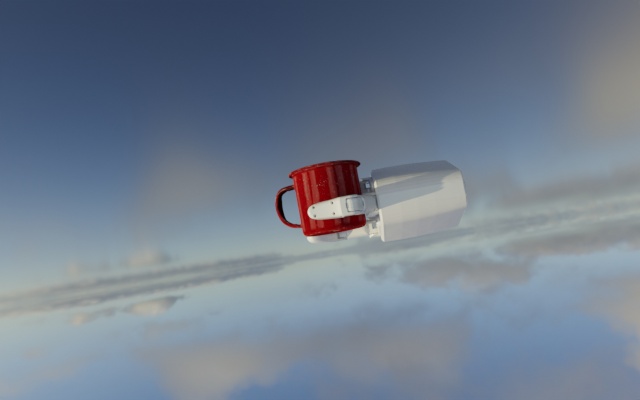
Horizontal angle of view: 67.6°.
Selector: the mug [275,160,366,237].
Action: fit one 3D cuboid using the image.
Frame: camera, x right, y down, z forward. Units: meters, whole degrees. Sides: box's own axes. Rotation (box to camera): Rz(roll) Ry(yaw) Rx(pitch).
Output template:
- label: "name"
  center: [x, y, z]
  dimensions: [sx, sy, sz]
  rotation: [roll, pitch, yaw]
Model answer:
- label: "mug"
  center: [-0.001, 0.002, 0.604]
  dimensions: [0.117, 0.081, 0.093]
  rotation: [-11, -6, 6]
